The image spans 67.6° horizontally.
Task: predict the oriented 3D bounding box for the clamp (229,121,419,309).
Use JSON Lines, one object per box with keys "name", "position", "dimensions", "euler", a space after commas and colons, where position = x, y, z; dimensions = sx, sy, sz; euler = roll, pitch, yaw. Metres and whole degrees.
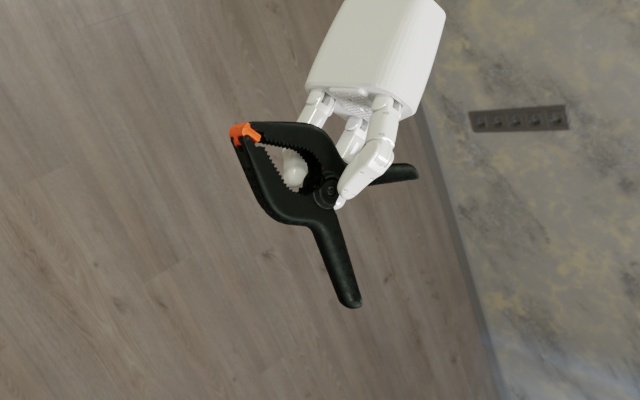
{"name": "clamp", "position": [0.000, 0.001, 0.447], "dimensions": [0.210, 0.164, 0.036], "euler": [28, -14, -33]}
